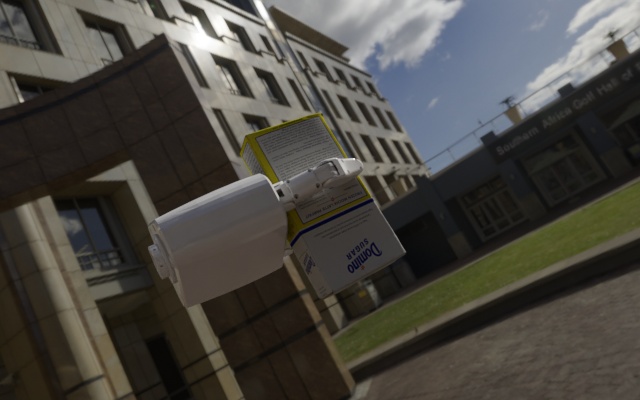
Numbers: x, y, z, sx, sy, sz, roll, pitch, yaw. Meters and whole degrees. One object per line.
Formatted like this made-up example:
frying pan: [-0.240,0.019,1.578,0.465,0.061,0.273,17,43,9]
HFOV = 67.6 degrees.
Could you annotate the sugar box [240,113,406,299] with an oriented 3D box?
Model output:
sugar box: [0.000,0.002,0.485,0.093,0.176,0.048,-23,-12,-26]
